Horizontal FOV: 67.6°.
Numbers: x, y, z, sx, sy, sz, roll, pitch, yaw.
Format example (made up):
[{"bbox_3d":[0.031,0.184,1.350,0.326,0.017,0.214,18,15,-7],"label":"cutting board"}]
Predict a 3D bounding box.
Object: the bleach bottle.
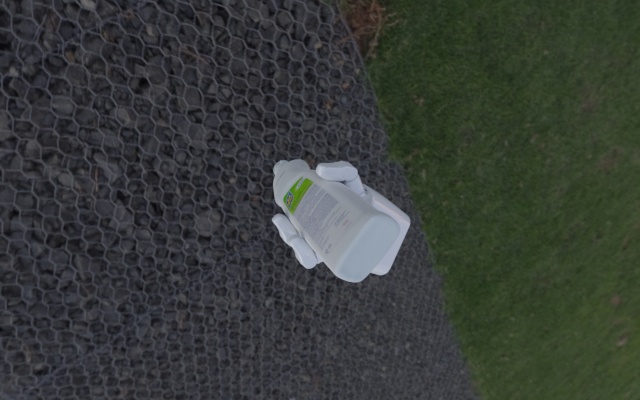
[{"bbox_3d":[0.000,0.002,0.676,0.068,0.102,0.250,28,12,-41],"label":"bleach bottle"}]
